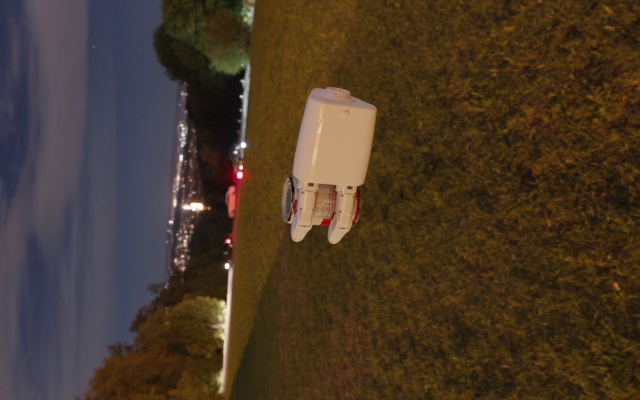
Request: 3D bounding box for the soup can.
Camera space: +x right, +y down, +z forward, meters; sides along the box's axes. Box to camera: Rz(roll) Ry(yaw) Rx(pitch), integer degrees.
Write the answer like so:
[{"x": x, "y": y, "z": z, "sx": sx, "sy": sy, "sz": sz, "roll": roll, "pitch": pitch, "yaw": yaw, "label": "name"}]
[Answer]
[{"x": 0.000, "y": 0.003, "z": 0.693, "sx": 0.102, "sy": 0.068, "sz": 0.068, "roll": 4, "pitch": -1, "yaw": -16, "label": "soup can"}]
